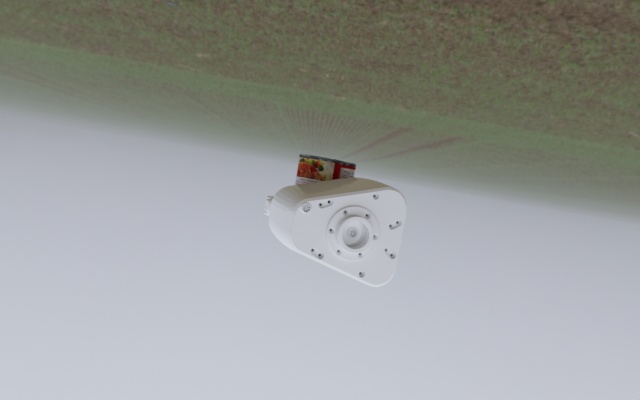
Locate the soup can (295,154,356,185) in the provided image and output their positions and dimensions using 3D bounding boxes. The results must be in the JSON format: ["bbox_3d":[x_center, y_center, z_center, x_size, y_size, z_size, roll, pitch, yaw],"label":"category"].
[{"bbox_3d":[0.000,0.002,0.558,0.068,0.102,0.068,10,3,-1],"label":"soup can"}]
